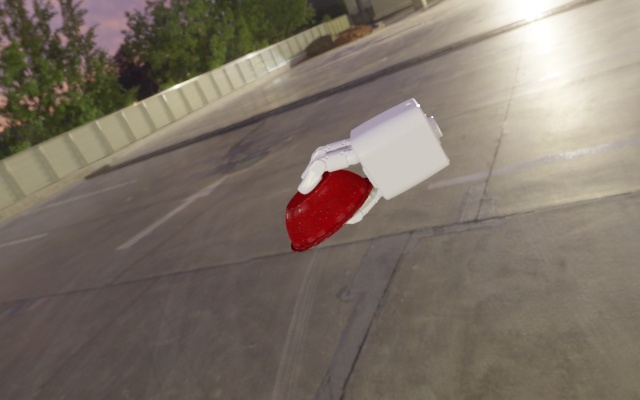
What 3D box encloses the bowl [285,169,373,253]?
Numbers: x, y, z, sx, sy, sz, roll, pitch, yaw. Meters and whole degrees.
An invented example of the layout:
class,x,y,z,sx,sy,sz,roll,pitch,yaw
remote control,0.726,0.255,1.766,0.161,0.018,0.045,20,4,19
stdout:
class,x,y,z,sx,sy,sz,roll,pitch,yaw
bowl,-0.001,0.003,0.717,0.162,0.055,0.162,-39,14,12
